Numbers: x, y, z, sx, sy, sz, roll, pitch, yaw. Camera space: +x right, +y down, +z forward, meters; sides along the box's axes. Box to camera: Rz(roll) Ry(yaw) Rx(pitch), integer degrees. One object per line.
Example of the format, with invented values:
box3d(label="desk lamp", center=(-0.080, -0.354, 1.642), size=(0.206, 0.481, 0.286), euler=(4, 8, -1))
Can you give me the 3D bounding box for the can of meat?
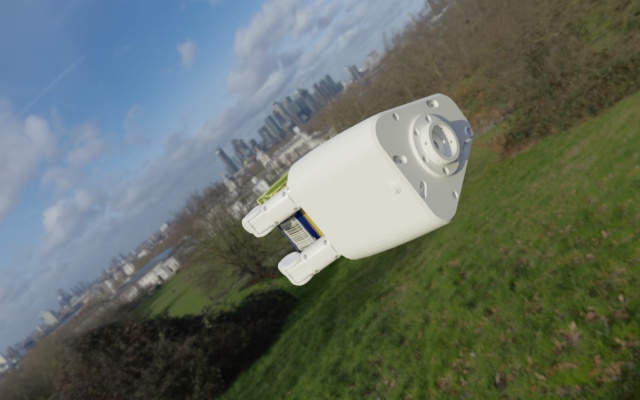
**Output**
box3d(label="can of meat", center=(0.000, 0.001, 0.470), size=(0.102, 0.084, 0.057), euler=(-45, 11, -35))
